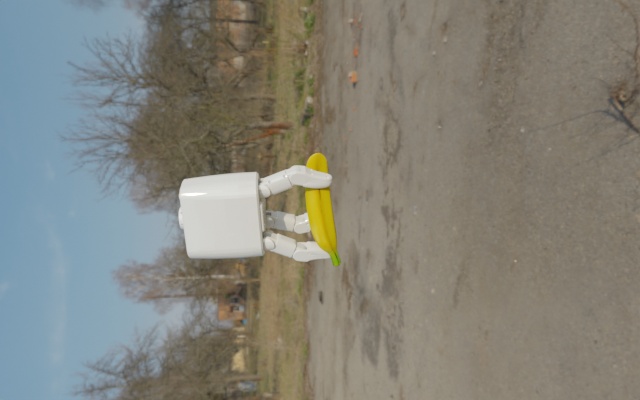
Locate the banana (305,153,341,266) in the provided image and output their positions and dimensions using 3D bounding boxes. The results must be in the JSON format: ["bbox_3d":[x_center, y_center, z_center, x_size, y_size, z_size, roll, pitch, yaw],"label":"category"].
[{"bbox_3d":[-0.002,-0.005,0.697,0.037,0.197,0.070,-8,-33,3],"label":"banana"}]
